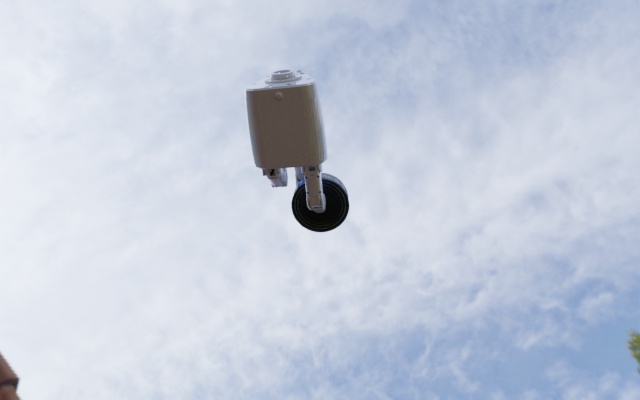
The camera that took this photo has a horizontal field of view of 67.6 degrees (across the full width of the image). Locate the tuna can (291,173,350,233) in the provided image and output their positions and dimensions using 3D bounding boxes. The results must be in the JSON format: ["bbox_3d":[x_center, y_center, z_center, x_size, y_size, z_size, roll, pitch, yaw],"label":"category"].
[{"bbox_3d":[0.000,0.002,0.715,0.086,0.086,0.033,0,22,2],"label":"tuna can"}]
